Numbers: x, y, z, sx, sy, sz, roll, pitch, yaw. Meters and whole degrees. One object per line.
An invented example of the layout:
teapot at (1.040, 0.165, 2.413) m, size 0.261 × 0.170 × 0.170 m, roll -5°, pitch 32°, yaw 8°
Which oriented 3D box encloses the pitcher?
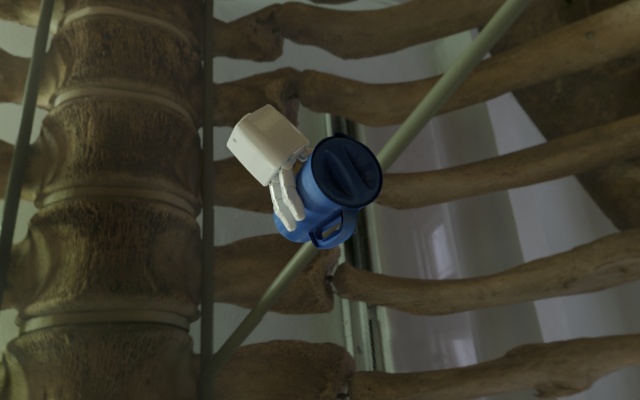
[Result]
pitcher at (0.000, 0.003, 0.877) m, size 0.149 × 0.145 × 0.243 m, roll -47°, pitch 1°, yaw -33°
